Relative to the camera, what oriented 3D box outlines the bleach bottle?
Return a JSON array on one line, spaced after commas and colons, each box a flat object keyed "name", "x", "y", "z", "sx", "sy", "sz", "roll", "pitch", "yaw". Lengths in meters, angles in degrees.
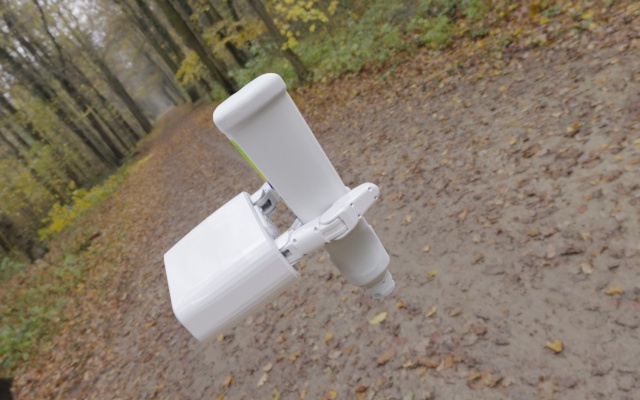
[{"name": "bleach bottle", "x": 0.000, "y": 0.001, "z": 0.460, "sx": 0.068, "sy": 0.251, "sz": 0.102, "roll": -37, "pitch": 20, "yaw": -2}]
